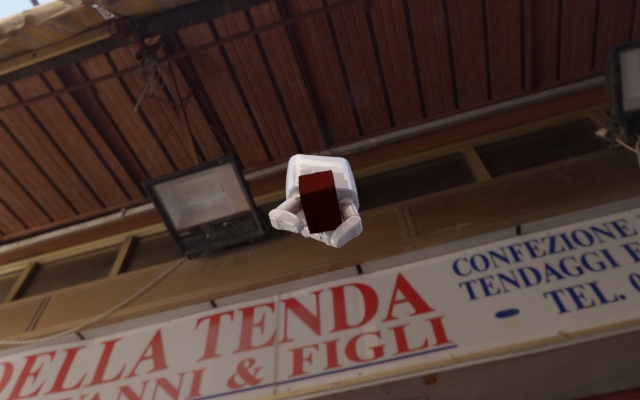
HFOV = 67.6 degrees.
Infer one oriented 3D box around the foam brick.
[{"bbox_3d":[0.000,0.002,0.705,0.053,0.078,0.051,-10,36,3],"label":"foam brick"}]
